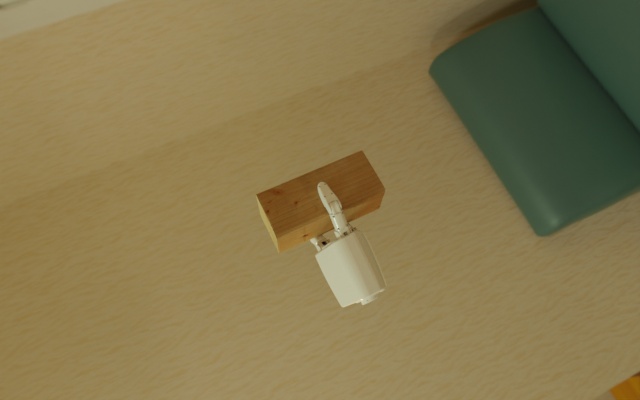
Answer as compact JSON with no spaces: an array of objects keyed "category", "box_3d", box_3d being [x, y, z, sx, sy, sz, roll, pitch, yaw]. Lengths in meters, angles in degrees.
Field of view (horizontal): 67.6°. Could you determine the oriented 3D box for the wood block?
[{"category":"wood block","box_3d":[0.000,0.003,0.856,0.206,0.090,0.091,-24,-21,-12]}]
